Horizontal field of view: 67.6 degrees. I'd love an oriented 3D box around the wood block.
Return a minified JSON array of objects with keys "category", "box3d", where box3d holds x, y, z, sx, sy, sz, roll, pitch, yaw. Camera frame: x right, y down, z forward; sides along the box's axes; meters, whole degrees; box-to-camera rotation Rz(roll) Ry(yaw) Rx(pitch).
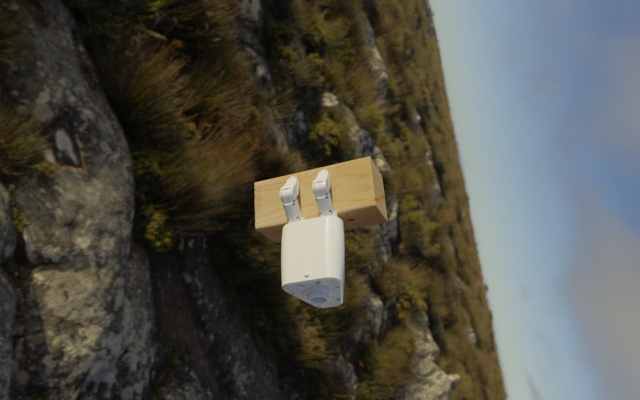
[{"category":"wood block","box3d":[0.000,0.003,0.813,0.206,0.090,0.091,-11,-23,17]}]
